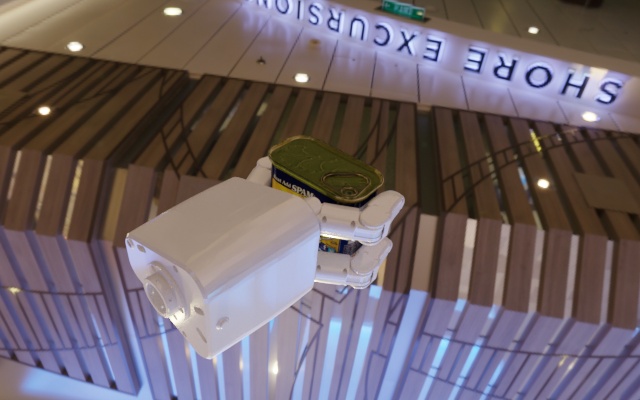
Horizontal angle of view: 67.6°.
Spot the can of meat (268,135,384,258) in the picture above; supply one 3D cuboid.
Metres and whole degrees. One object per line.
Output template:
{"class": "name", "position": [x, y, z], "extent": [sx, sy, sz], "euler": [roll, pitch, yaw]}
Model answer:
{"class": "can of meat", "position": [0.000, 0.002, 0.434], "extent": [0.102, 0.084, 0.057], "euler": [30, 43, 27]}
